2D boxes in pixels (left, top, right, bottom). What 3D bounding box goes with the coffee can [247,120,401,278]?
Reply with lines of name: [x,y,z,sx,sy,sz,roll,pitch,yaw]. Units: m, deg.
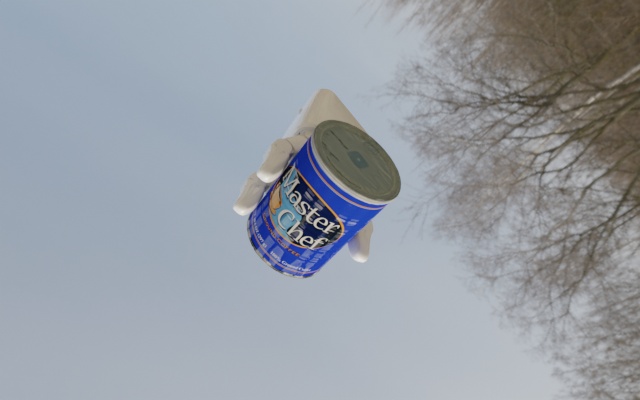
coffee can: [0.000,0.002,0.498,0.103,0.102,0.140,0,-37,-42]
